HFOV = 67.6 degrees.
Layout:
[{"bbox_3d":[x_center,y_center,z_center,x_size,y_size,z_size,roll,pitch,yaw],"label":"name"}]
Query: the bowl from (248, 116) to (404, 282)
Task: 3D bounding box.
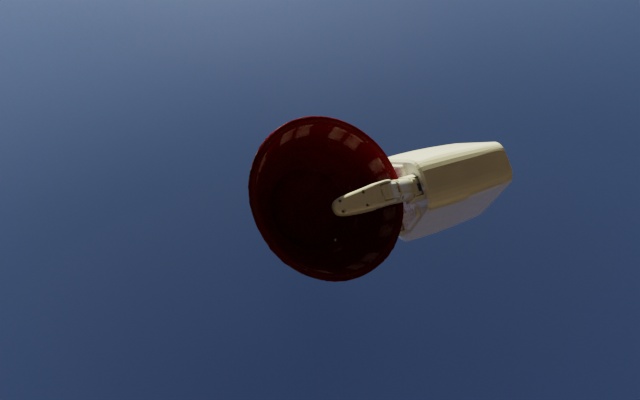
[{"bbox_3d":[-0.001,0.002,0.473,0.162,0.162,0.055,0,-14,-25],"label":"bowl"}]
